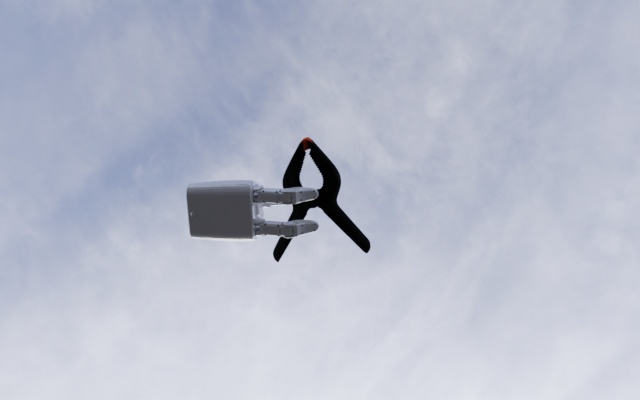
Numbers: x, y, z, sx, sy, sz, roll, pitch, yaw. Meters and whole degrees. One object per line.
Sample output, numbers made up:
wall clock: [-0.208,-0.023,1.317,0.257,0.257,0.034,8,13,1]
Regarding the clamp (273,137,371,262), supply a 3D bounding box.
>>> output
clamp: [0.000,0.002,0.781,0.164,0.210,0.036,0,15,3]
